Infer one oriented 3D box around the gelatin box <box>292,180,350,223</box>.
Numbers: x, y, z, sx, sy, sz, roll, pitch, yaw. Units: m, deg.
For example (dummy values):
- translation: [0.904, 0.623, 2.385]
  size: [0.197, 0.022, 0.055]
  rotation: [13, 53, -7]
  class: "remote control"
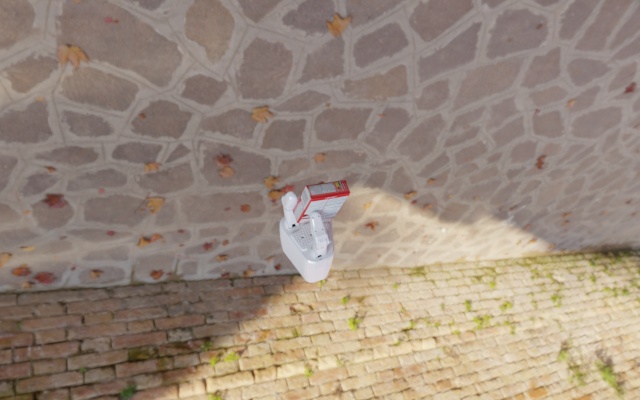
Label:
- translation: [0.000, 0.003, 0.804]
  size: [0.073, 0.030, 0.089]
  rotation: [-9, -26, -24]
  class: "gelatin box"
